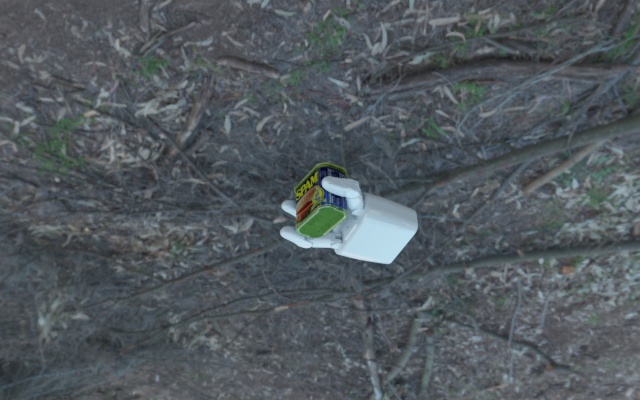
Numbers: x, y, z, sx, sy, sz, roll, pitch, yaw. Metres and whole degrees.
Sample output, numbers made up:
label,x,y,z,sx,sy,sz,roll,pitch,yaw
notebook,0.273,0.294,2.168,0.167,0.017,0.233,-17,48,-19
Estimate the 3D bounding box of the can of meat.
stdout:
label,x,y,z,sx,sy,sz,roll,pitch,yaw
can of meat,0.000,0.003,0.767,0.057,0.084,0.102,18,-39,-27
